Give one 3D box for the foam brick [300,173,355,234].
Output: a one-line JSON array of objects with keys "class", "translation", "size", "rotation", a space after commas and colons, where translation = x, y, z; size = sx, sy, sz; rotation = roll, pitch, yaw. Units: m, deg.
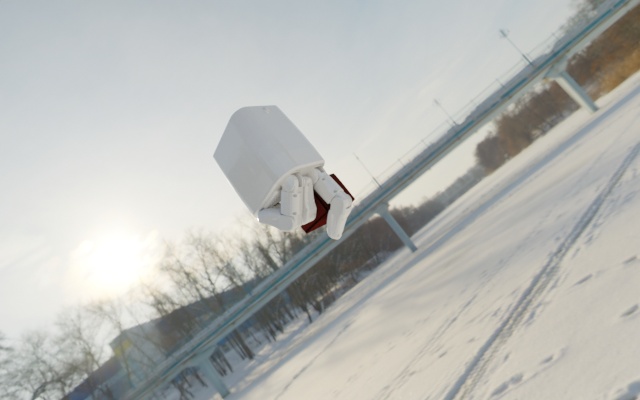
[{"class": "foam brick", "translation": [0.000, 0.002, 0.657], "size": [0.053, 0.051, 0.078], "rotation": [-46, -13, 30]}]
